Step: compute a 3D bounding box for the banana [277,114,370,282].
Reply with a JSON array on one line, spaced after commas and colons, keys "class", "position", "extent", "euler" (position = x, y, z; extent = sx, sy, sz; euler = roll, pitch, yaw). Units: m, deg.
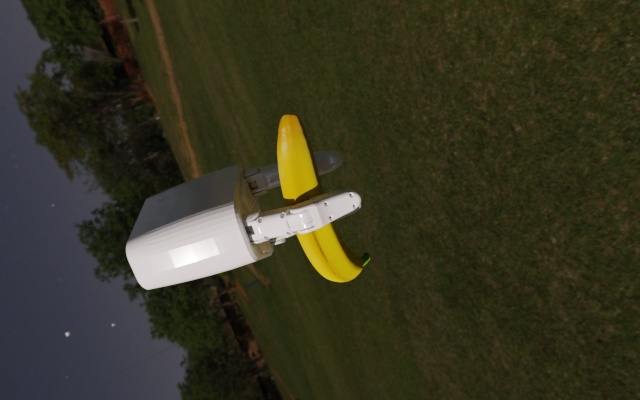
[{"class": "banana", "position": [-0.001, 0.016, 0.446], "extent": [0.037, 0.198, 0.069], "euler": [-11, 39, 20]}]
